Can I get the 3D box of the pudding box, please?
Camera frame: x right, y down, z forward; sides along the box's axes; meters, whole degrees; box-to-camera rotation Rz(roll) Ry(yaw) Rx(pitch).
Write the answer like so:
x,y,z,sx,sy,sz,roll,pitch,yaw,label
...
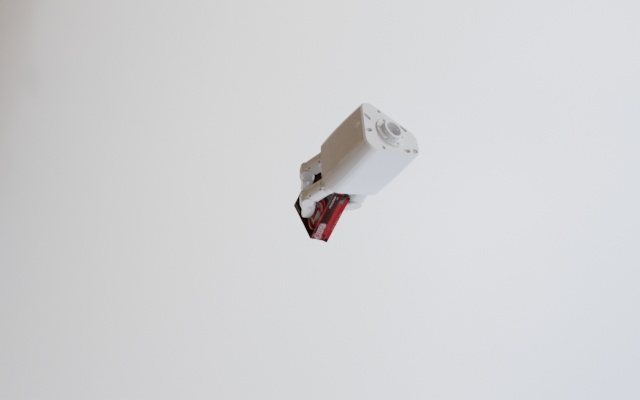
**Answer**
x,y,z,sx,sy,sz,roll,pitch,yaw,label
0.000,0.003,0.805,0.039,0.090,0.113,19,21,-25,pudding box
